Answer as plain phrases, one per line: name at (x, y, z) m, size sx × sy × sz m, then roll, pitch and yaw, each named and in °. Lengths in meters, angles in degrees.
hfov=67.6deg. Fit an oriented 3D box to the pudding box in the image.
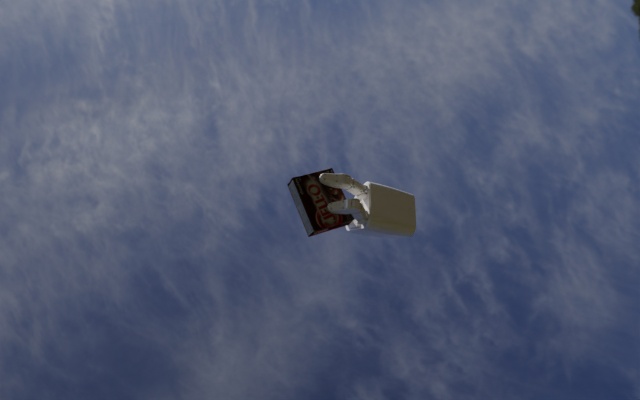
pudding box at (0.000, 0.003, 0.897) m, size 0.090 × 0.113 × 0.039 m, roll -16°, pitch -17°, yaw -30°
